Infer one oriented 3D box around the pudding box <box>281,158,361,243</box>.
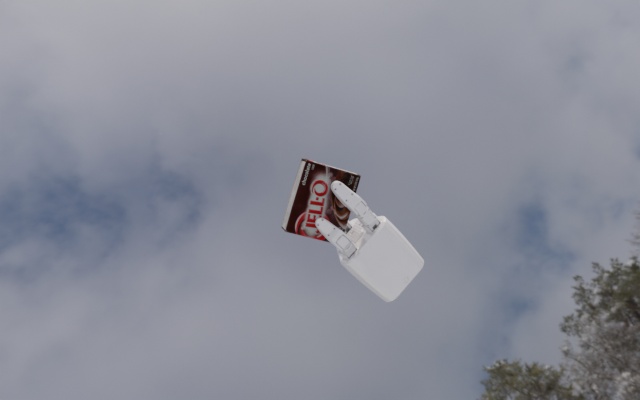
[{"bbox_3d":[0.000,0.002,0.718,0.090,0.113,0.039,15,2,-19],"label":"pudding box"}]
